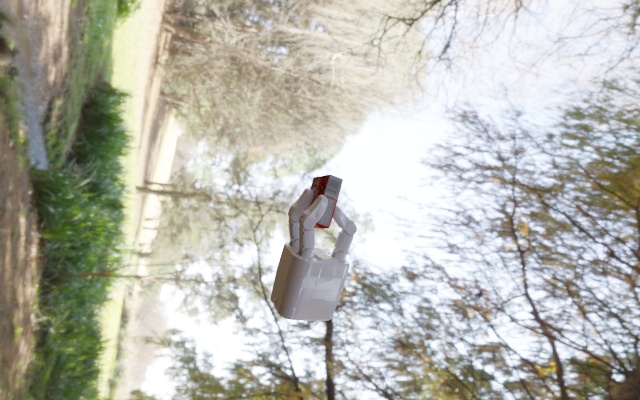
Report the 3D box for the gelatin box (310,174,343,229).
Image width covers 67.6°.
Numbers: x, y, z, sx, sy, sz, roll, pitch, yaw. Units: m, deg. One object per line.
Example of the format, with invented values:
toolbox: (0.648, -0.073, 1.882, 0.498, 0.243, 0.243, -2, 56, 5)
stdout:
gelatin box: (0.001, 0.002, 0.808, 0.030, 0.089, 0.073, 20, -8, -21)
